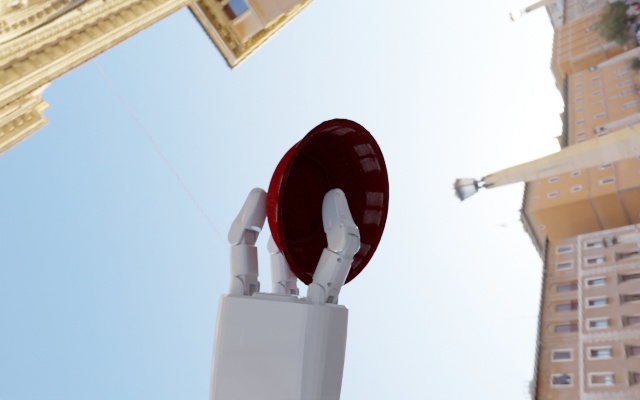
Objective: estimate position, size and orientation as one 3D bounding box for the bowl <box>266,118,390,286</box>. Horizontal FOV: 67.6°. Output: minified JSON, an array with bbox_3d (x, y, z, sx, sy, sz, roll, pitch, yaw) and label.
[{"bbox_3d":[0.000,0.000,0.464,0.055,0.162,0.162,9,6,42],"label":"bowl"}]
